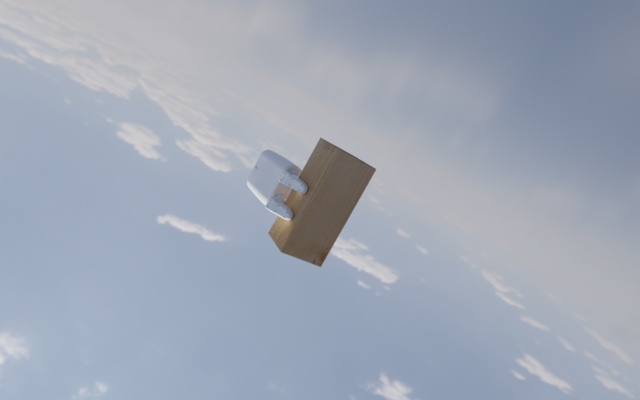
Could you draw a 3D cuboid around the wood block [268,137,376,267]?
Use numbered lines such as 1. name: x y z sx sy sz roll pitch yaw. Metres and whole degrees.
1. wood block: 0.000 0.003 0.875 0.091 0.206 0.090 25 9 -29
